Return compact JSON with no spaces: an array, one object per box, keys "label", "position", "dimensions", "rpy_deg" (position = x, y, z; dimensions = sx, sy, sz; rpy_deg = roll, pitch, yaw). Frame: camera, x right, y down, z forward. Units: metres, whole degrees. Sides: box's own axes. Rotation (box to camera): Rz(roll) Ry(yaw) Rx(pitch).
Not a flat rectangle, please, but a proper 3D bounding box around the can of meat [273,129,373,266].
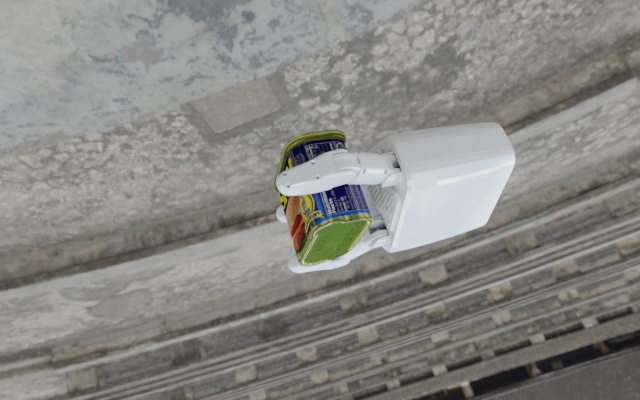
[{"label":"can of meat","position":[0.000,0.002,0.423],"dimensions":[0.057,0.084,0.102],"rpy_deg":[-10,-24,-19]}]
